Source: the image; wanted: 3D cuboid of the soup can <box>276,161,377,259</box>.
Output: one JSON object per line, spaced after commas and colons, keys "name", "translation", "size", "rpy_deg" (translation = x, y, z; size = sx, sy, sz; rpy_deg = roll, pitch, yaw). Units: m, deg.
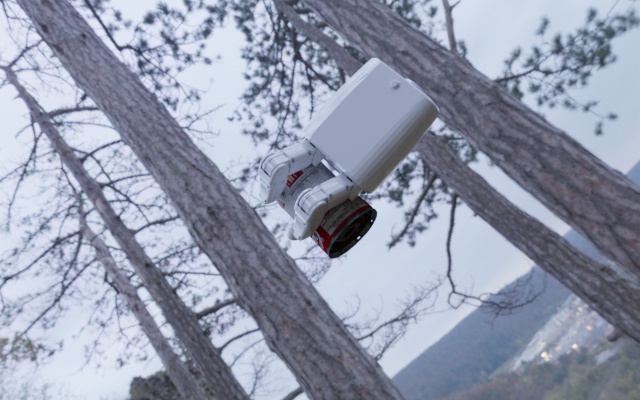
{"name": "soup can", "translation": [0.000, 0.002, 0.502], "size": [0.102, 0.068, 0.068], "rpy_deg": [45, 20, 22]}
